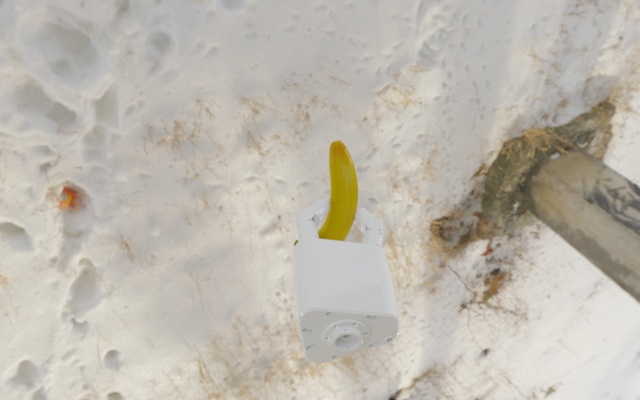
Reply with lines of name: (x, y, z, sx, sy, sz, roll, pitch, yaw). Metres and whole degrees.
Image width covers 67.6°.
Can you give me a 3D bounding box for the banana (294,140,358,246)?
banana: (0.016, 0.013, 0.657, 0.069, 0.198, 0.037, 26, 35, 6)
